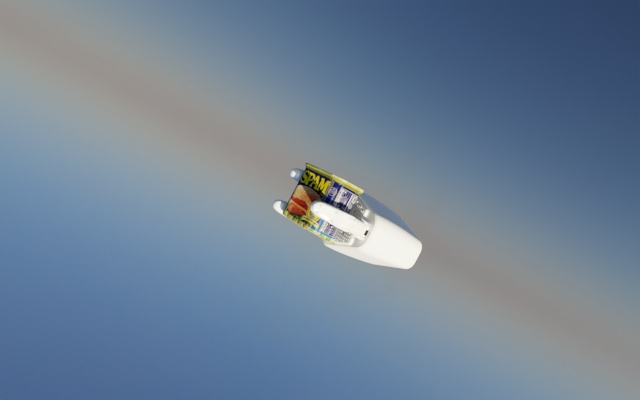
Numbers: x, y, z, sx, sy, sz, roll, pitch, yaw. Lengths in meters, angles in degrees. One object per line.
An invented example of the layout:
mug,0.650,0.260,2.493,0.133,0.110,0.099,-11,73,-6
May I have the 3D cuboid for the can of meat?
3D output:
can of meat,0.000,0.003,0.678,0.057,0.084,0.102,27,2,-37
